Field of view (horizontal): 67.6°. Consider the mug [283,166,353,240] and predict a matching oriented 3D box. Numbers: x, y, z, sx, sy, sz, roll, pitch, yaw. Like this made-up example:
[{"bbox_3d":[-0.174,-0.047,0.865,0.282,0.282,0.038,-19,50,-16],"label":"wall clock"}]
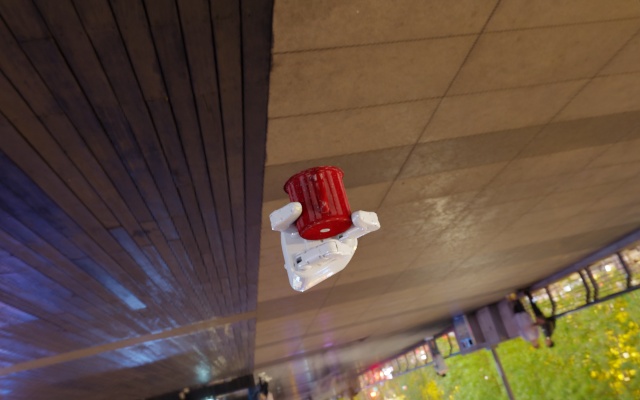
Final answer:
[{"bbox_3d":[0.000,0.002,0.687,0.093,0.081,0.117,-12,-23,-8],"label":"mug"}]
